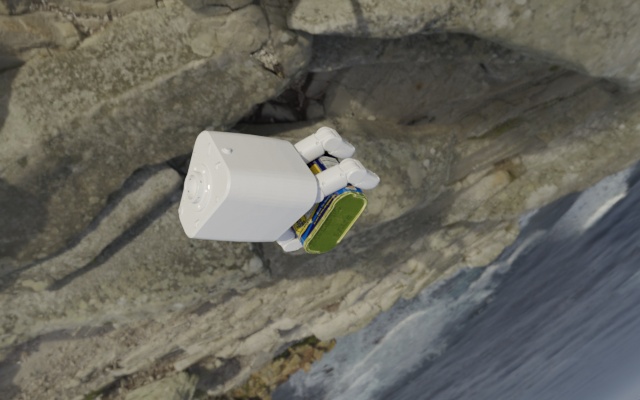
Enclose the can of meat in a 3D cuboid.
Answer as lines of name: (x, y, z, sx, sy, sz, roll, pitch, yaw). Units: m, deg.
can of meat: (0.000, 0.002, 0.580, 0.057, 0.102, 0.084, 8, 36, -42)
